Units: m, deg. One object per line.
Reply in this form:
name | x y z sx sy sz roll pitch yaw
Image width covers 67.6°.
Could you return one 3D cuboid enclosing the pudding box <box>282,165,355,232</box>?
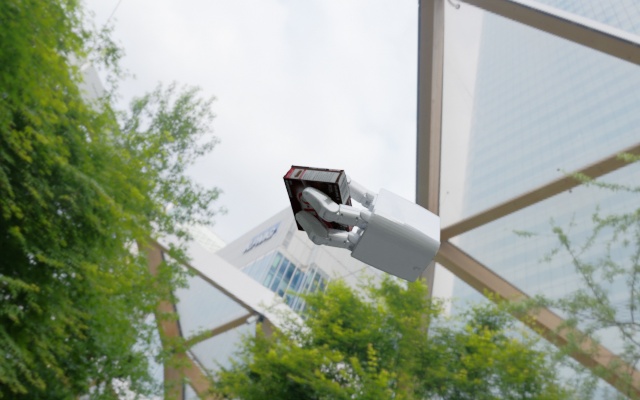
pudding box | 0.000 0.002 0.725 0.090 0.114 0.039 6 41 23
